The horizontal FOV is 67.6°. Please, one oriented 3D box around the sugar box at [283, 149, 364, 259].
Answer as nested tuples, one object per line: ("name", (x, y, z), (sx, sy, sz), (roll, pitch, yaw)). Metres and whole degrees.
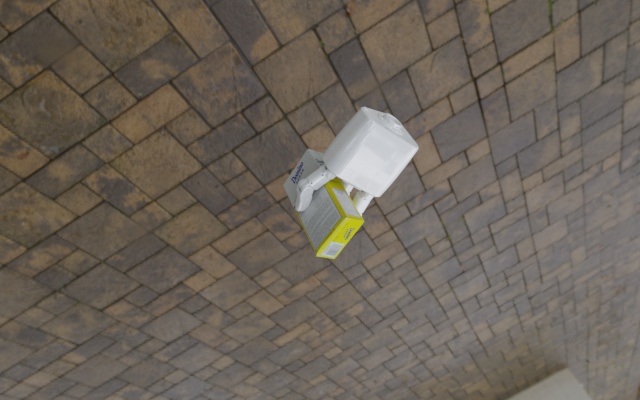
("sugar box", (0.001, 0.003, 0.808), (0.048, 0.093, 0.176), (15, 35, -35))
